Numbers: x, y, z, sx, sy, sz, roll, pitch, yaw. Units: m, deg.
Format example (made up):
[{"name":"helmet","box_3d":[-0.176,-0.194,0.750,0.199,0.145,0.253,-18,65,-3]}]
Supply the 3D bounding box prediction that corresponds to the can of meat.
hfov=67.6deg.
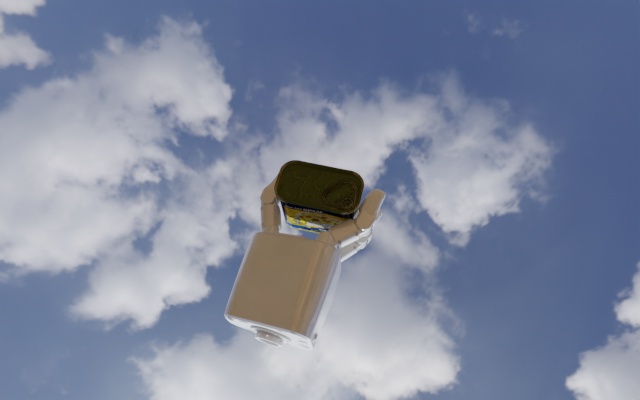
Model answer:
[{"name":"can of meat","box_3d":[0.000,0.002,0.589,0.102,0.057,0.084,11,-26,8]}]
